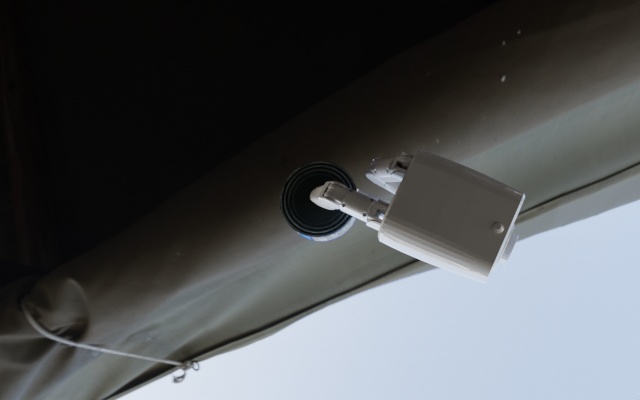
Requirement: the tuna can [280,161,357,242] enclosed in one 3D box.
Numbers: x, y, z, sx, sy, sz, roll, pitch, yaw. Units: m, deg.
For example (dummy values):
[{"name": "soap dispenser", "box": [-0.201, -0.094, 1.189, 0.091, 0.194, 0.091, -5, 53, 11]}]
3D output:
[{"name": "tuna can", "box": [0.000, 0.002, 0.530, 0.086, 0.086, 0.034, 0, -16, 11]}]
